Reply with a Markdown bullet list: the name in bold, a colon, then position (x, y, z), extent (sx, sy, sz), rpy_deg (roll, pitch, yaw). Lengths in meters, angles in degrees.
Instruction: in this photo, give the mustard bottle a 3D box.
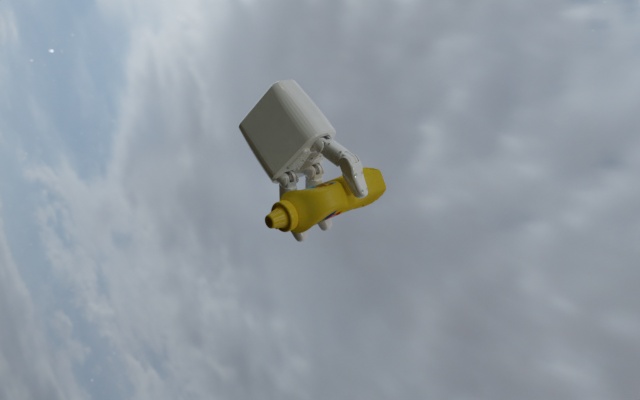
- **mustard bottle**: position (0.000, 0.002, 0.665), extent (0.191, 0.058, 0.096), rpy_deg (-20, 2, -43)
